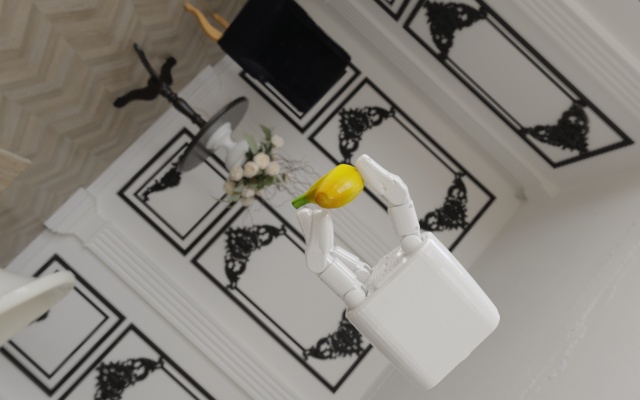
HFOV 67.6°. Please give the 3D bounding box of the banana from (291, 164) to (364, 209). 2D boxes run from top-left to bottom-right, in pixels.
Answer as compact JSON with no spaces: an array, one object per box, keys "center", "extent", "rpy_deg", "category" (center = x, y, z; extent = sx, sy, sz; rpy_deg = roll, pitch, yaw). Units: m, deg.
[{"center":[0.014,-0.010,0.498],"extent":[0.069,0.037,0.198],"rpy_deg":[-39,3,-9],"category":"banana"}]
